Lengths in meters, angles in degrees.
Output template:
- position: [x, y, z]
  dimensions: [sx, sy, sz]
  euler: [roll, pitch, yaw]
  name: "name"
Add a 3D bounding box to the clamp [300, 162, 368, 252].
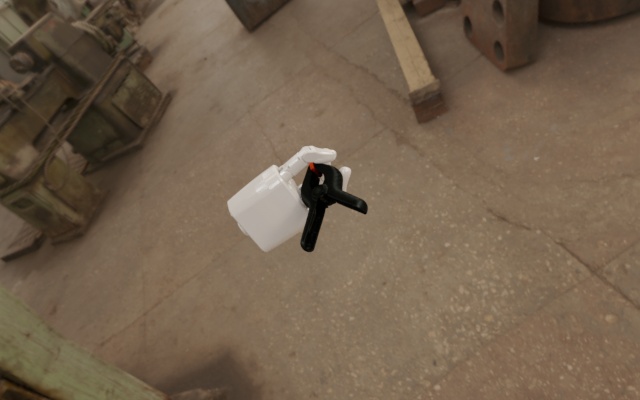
- position: [0.000, 0.002, 0.763]
  dimensions: [0.120, 0.039, 0.171]
  euler: [-37, 36, 7]
  name: "clamp"
